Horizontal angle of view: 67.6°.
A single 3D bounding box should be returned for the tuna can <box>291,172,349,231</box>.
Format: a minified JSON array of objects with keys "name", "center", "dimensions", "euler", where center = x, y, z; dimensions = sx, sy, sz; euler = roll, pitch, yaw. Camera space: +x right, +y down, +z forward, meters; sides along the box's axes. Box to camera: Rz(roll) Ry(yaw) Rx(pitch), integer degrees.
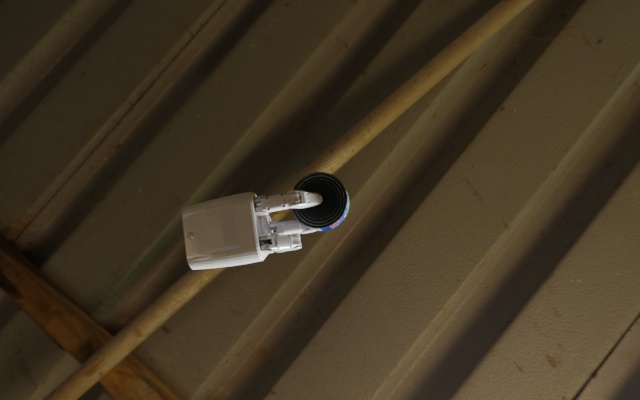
[{"name":"tuna can","center":[0.000,0.002,0.718],"dimensions":[0.086,0.086,0.034],"euler":[0,-11,11]}]
